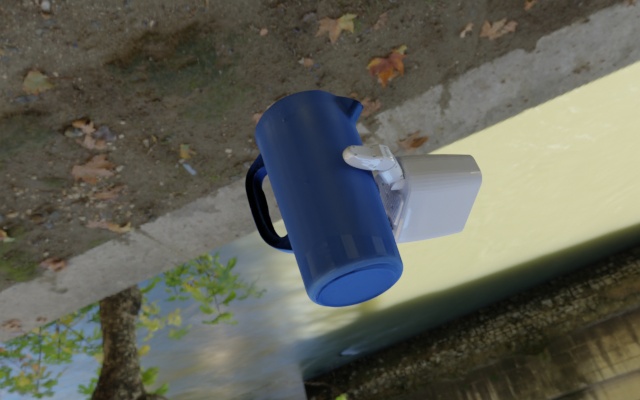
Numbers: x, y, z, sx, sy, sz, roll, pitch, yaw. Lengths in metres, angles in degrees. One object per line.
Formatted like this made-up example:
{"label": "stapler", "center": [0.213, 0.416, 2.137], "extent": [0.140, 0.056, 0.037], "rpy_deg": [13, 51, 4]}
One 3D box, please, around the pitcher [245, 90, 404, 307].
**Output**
{"label": "pitcher", "center": [0.000, 0.002, 0.573], "extent": [0.145, 0.242, 0.149], "rpy_deg": [-5, -35, -19]}
